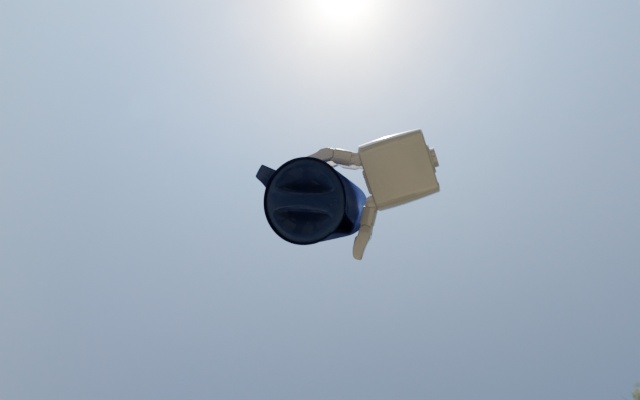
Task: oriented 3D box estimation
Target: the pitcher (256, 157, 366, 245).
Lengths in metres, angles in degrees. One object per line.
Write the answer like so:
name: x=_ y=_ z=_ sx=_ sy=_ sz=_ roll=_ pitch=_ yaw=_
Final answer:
pitcher: x=0.000 y=0.003 z=0.824 sx=0.145 sy=0.149 sz=0.243 roll=-17 pitch=-9 yaw=15
